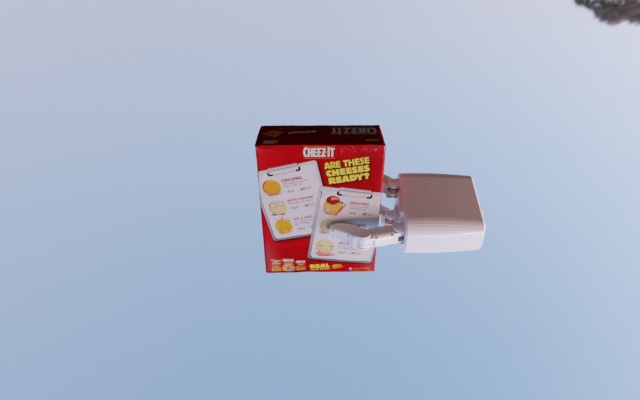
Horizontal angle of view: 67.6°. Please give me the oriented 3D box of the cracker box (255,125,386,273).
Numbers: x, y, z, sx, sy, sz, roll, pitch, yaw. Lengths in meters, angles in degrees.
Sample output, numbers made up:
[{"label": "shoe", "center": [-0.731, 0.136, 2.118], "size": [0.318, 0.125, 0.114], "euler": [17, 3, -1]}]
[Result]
[{"label": "cracker box", "center": [0.000, 0.002, 0.670], "size": [0.164, 0.214, 0.072], "euler": [-1, 34, -1]}]
